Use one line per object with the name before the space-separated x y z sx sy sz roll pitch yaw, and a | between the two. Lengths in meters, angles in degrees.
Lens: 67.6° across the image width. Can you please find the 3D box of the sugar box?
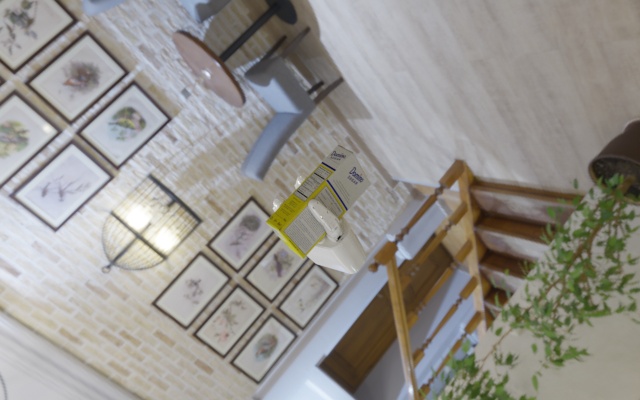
sugar box | 0.000 0.003 0.793 0.048 0.176 0.093 31 -16 40
